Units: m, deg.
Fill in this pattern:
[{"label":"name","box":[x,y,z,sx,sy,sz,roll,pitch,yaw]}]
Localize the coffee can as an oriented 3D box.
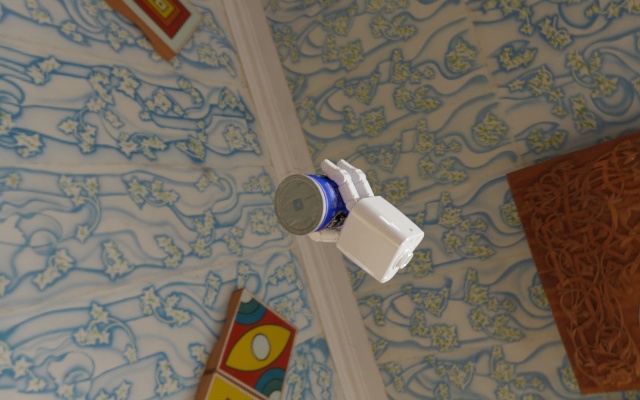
[{"label":"coffee can","box":[0.000,0.003,0.851,0.103,0.103,0.140,0,4,33]}]
